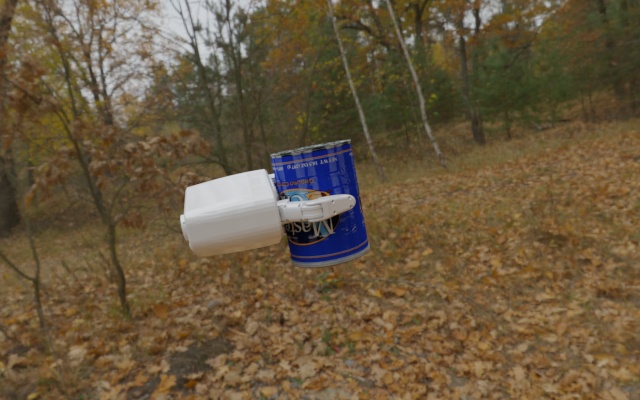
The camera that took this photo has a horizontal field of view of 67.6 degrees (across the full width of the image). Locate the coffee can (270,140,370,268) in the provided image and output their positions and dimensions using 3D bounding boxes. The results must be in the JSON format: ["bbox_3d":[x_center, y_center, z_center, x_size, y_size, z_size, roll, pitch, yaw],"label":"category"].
[{"bbox_3d":[0.000,0.002,0.601,0.103,0.140,0.103,-10,8,2],"label":"coffee can"}]
